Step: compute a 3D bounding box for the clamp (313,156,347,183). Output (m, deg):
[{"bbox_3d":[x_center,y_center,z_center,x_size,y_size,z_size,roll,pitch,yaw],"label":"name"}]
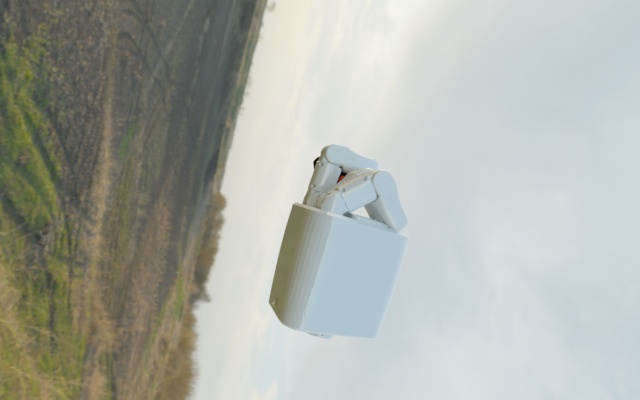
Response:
[{"bbox_3d":[0.001,0.002,0.553,0.039,0.120,0.171,19,-1,-12],"label":"clamp"}]
